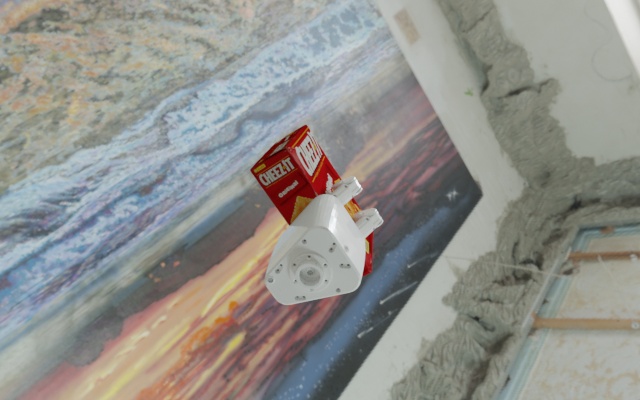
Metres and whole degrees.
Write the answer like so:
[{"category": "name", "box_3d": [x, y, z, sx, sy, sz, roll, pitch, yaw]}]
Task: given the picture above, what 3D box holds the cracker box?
[{"category": "cracker box", "box_3d": [0.000, 0.003, 0.724, 0.072, 0.214, 0.164, -30, 13, 16]}]
